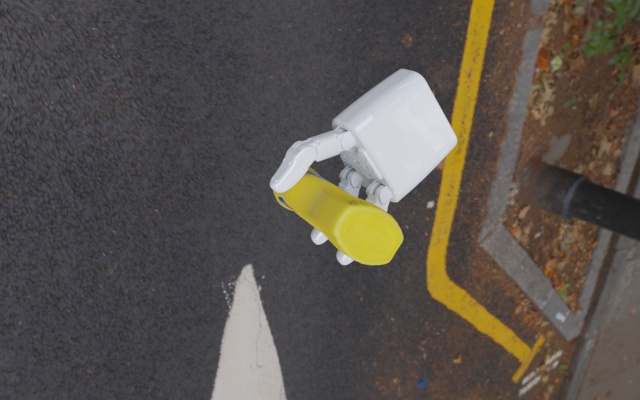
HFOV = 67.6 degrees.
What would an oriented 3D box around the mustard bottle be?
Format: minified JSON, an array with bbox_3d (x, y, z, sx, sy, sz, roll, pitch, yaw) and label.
[{"bbox_3d":[0.000,0.002,0.536,0.096,0.058,0.191,28,4,-40],"label":"mustard bottle"}]
